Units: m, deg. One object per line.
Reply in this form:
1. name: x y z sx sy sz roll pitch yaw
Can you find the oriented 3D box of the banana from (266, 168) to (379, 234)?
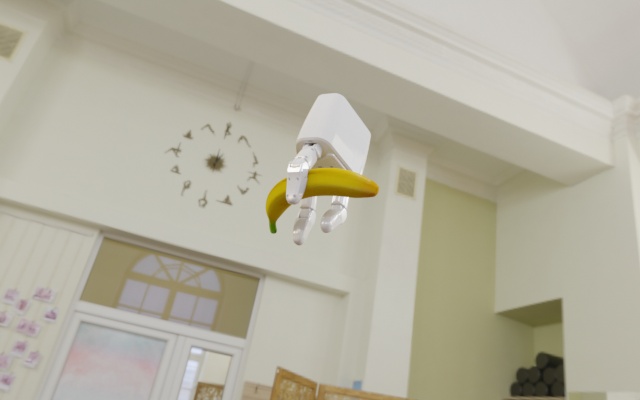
1. banana: -0.013 -0.011 0.661 0.198 0.070 0.037 -21 26 37
